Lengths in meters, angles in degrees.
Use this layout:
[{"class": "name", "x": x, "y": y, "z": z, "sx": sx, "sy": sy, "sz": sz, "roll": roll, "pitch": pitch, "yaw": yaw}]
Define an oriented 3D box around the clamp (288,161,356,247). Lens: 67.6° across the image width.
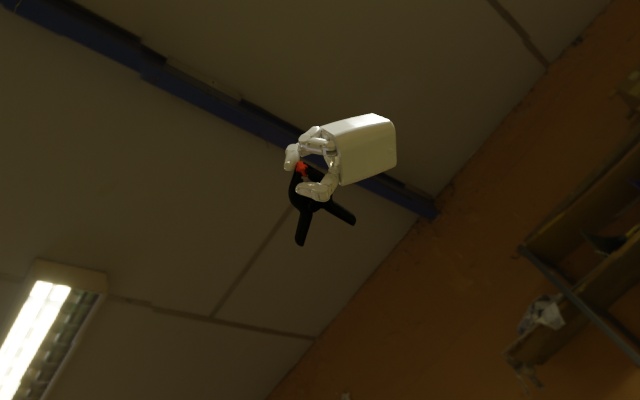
[{"class": "clamp", "x": 0.000, "y": 0.002, "z": 0.855, "sx": 0.120, "sy": 0.172, "sz": 0.039, "roll": -19, "pitch": 39, "yaw": -11}]
